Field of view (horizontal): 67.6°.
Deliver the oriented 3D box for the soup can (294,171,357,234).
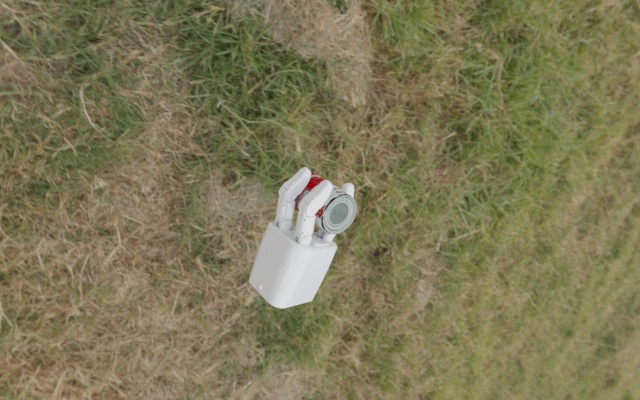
[{"bbox_3d":[0.001,0.002,0.751,0.068,0.068,0.102,0,23,-39],"label":"soup can"}]
